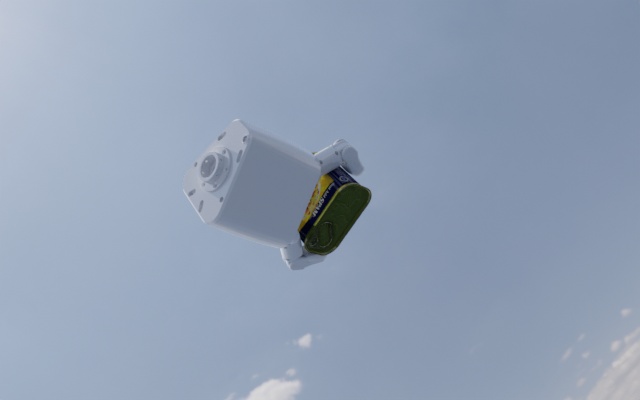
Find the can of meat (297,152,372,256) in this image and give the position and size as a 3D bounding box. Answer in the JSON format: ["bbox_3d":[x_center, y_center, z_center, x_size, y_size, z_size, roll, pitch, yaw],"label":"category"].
[{"bbox_3d":[0.000,0.002,0.593,0.057,0.102,0.084,19,20,-46],"label":"can of meat"}]
